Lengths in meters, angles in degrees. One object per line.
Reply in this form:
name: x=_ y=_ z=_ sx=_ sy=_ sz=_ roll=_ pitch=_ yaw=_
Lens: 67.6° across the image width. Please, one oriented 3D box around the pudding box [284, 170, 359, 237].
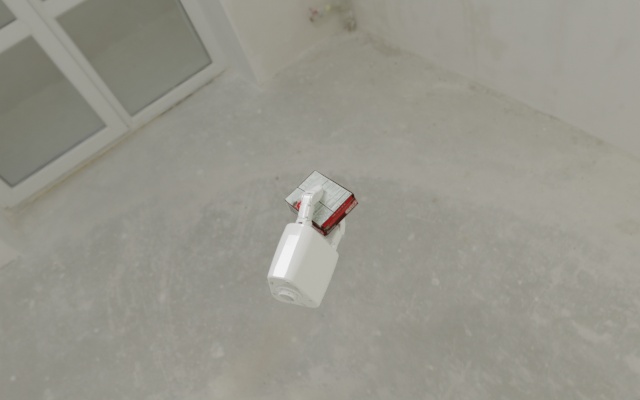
pudding box: x=0.000 y=0.003 z=0.893 sx=0.113 sy=0.090 sz=0.039 roll=35 pitch=-18 yaw=37
